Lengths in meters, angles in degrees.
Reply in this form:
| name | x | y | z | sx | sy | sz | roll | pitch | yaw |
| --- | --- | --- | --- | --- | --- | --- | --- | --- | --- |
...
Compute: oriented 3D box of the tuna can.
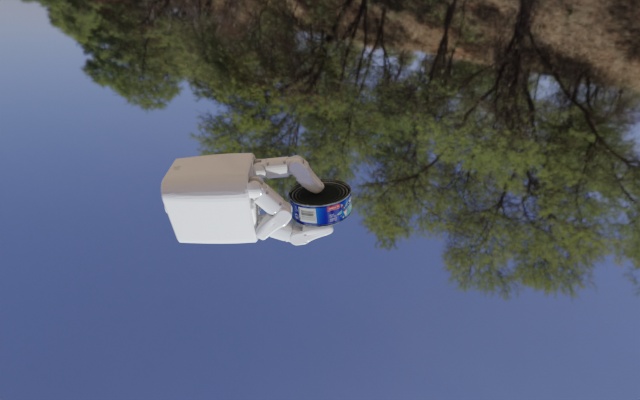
| name | x | y | z | sx | sy | sz | roll | pitch | yaw |
| --- | --- | --- | --- | --- | --- | --- | --- | --- | --- |
| tuna can | 0.000 | 0.003 | 0.657 | 0.086 | 0.034 | 0.086 | -4 | 25 | 2 |
